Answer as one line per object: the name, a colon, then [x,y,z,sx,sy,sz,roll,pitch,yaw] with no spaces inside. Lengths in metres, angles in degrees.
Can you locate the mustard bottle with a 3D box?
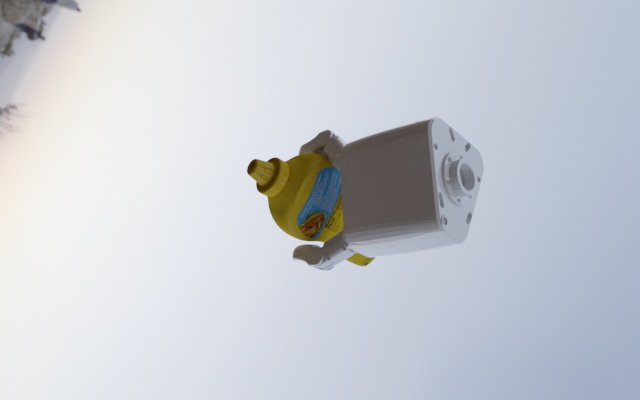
mustard bottle: [0.000,0.002,0.532,0.192,0.096,0.058,27,-2,-37]
